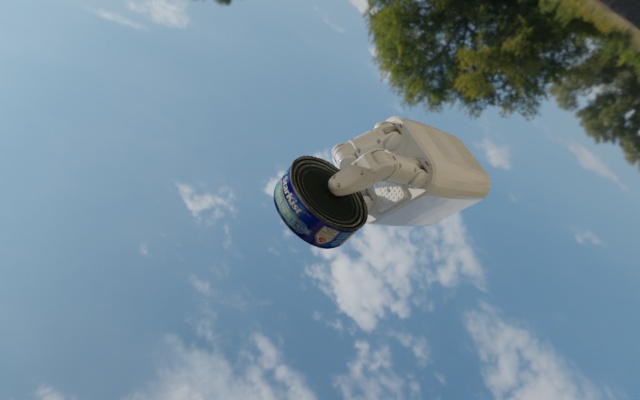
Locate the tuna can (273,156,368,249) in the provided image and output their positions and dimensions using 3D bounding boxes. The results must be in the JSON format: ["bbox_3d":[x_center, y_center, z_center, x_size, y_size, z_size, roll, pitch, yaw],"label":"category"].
[{"bbox_3d":[0.000,0.002,0.440,0.086,0.086,0.034,0,-38,-47],"label":"tuna can"}]
